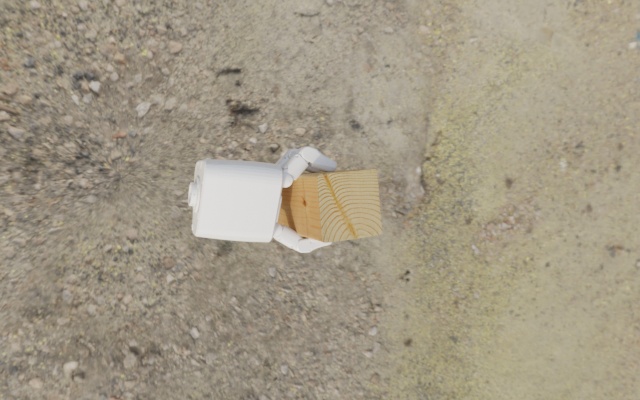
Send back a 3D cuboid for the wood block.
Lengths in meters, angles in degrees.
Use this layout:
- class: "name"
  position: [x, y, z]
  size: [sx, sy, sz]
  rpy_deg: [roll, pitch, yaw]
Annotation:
- class: "wood block"
  position: [0.000, 0.003, 0.713]
  size: [0.090, 0.091, 0.206]
  rpy_deg: [-7, 5, -22]
